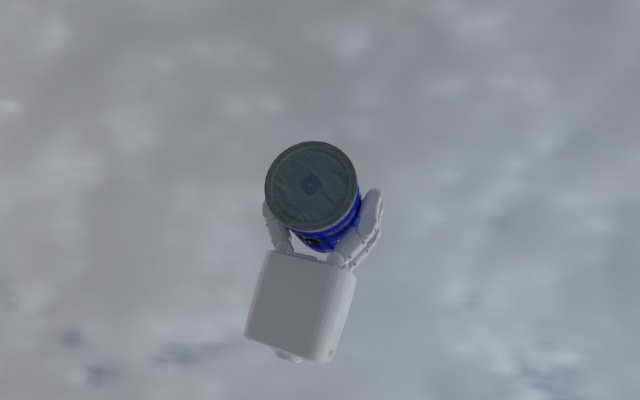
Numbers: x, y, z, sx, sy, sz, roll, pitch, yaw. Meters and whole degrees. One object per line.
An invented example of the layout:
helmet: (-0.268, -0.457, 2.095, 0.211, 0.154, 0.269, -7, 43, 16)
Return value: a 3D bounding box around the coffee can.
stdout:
coffee can: (0.000, 0.002, 0.580, 0.103, 0.102, 0.140, 0, -16, 10)
